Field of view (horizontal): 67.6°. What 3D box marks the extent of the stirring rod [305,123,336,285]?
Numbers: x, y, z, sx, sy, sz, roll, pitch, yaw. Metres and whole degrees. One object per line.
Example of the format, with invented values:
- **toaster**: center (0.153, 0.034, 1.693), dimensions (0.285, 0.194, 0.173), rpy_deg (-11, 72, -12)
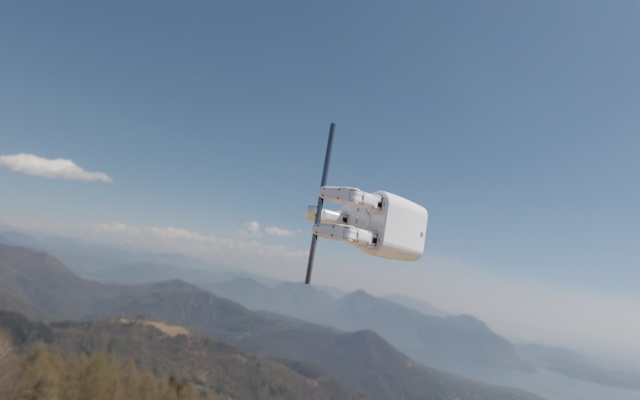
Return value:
- **stirring rod**: center (0.000, 0.002, 0.700), dimensions (0.011, 0.239, 0.011), rpy_deg (9, -8, 1)
